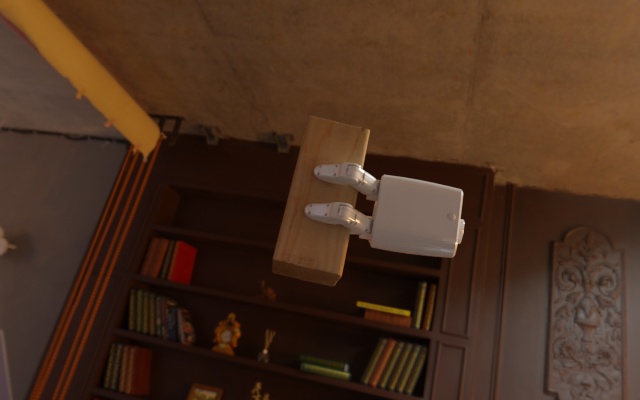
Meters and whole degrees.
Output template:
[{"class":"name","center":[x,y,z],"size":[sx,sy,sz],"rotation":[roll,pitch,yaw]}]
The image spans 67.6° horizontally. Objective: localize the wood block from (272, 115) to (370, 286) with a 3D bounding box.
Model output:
[{"class":"wood block","center":[0.000,0.002,0.657],"size":[0.090,0.206,0.091],"rotation":[13,-20,-1]}]
